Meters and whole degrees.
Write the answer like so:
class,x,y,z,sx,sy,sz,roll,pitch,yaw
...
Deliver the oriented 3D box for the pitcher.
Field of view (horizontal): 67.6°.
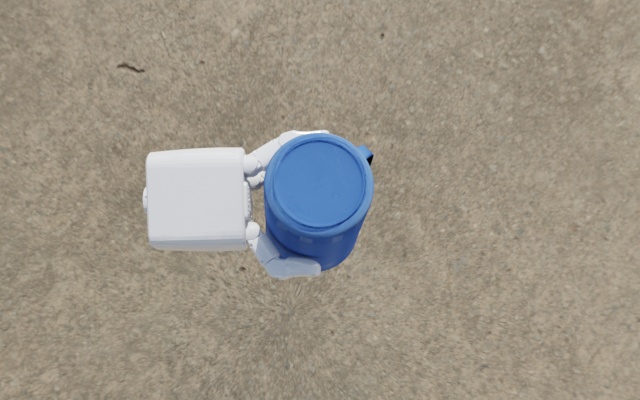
class,x,y,z,sx,sy,sz,roll,pitch,yaw
pitcher,0.000,0.002,0.572,0.145,0.149,0.243,-1,-13,-3
